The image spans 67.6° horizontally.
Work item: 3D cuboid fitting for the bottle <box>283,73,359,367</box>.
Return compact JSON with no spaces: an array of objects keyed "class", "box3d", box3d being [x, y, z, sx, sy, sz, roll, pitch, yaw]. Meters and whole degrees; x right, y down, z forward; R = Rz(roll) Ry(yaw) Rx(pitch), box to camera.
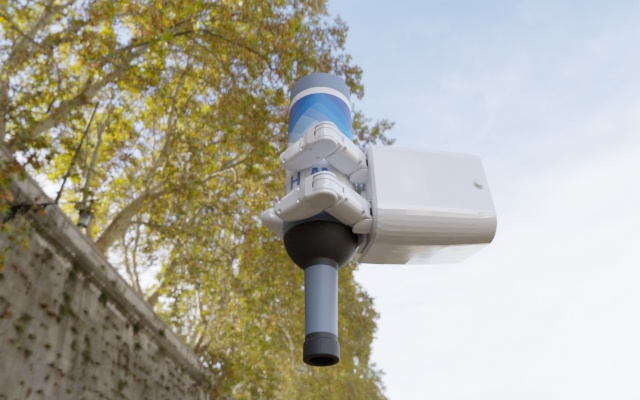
[{"class":"bottle","box3d":[0.000,0.001,0.440,0.069,0.295,0.069,0,-38,0]}]
